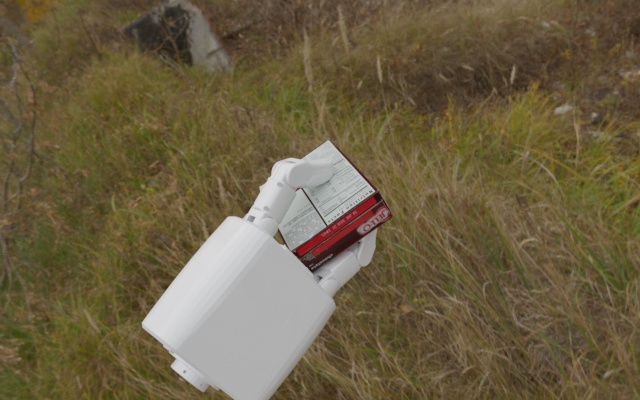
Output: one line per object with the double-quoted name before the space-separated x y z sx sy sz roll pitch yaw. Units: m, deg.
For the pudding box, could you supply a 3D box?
"pudding box" 0.000 0.001 0.434 0.090 0.039 0.113 -34 39 0
